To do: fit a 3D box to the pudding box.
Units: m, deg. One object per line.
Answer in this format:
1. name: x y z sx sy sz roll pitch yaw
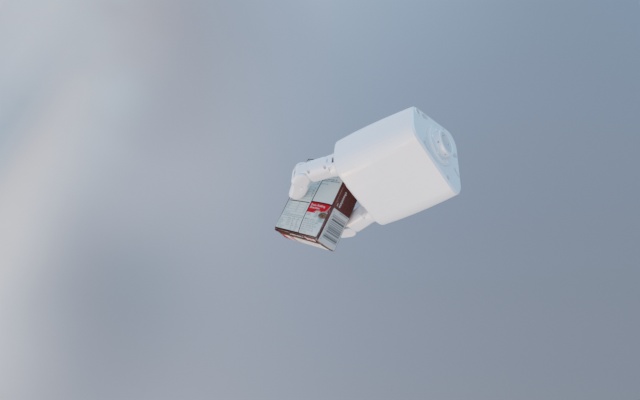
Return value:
1. pudding box: 0.000 0.002 0.621 0.090 0.113 0.039 10 -23 49
